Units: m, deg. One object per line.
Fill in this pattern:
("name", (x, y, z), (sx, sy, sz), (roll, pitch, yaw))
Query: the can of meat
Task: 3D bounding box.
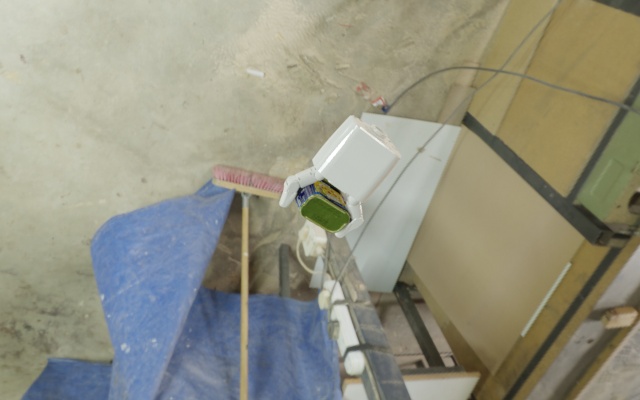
("can of meat", (0.000, 0.003, 0.865), (0.102, 0.057, 0.084), (31, 21, -31))
